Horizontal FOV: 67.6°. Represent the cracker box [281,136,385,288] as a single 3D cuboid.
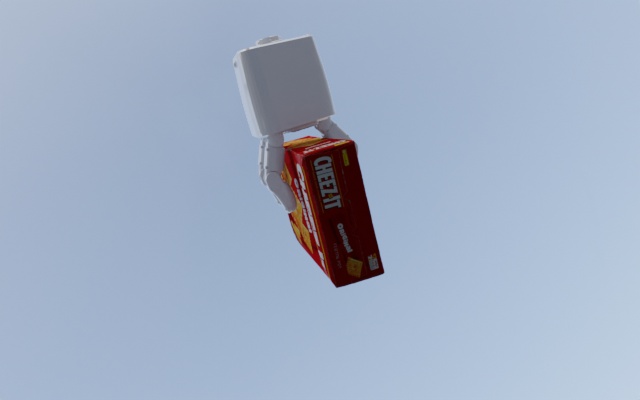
[{"bbox_3d":[0.000,0.002,0.638,0.072,0.164,0.213,-17,13,-11],"label":"cracker box"}]
